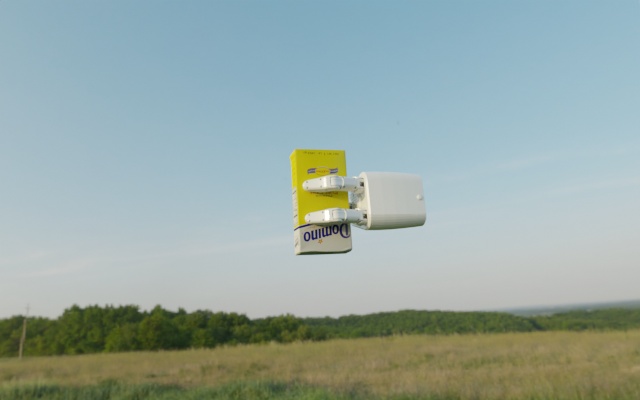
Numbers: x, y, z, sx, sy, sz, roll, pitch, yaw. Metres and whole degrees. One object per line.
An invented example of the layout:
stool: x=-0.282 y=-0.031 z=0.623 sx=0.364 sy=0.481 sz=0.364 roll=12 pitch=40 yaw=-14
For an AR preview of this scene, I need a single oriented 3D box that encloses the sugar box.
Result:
sugar box: x=0.000 y=0.002 z=0.809 sx=0.093 sy=0.176 sz=0.048 roll=-1 pitch=-14 yaw=-16
